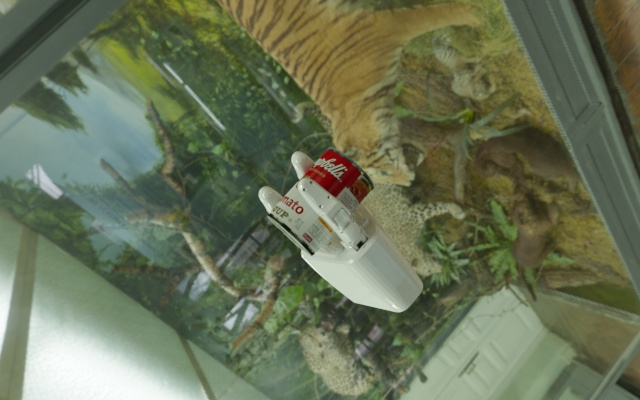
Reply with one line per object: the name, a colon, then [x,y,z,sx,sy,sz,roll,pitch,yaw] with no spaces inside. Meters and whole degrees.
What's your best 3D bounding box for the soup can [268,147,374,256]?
soup can: [0.000,0.002,0.523,0.068,0.102,0.068,41,-9,8]
